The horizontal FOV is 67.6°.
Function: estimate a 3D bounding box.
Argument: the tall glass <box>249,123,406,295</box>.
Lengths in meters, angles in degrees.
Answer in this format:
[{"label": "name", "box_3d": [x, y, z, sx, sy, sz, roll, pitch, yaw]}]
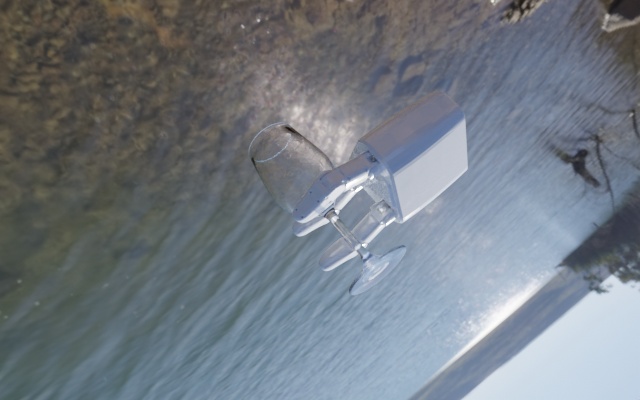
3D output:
[{"label": "tall glass", "box_3d": [0.000, 0.002, 0.521, 0.201, 0.079, 0.079, 50, 25, 24]}]
